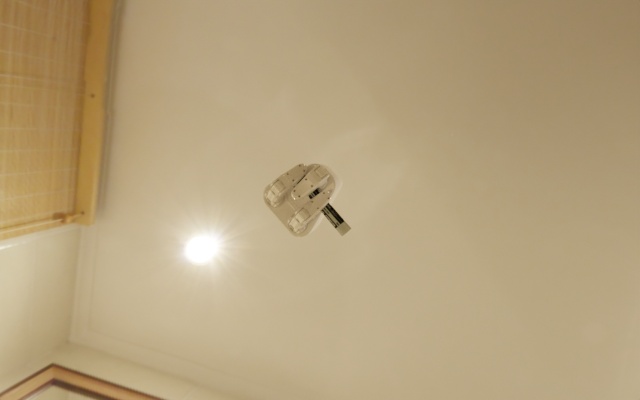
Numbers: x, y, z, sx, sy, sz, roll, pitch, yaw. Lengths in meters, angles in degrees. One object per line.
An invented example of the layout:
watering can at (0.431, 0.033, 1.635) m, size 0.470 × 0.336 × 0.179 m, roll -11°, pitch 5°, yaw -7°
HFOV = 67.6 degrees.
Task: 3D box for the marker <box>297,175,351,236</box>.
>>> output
marker at (0.000, 0.002, 0.717) m, size 0.020 × 0.121 × 0.020 m, roll -41°, pitch -4°, yaw -4°
